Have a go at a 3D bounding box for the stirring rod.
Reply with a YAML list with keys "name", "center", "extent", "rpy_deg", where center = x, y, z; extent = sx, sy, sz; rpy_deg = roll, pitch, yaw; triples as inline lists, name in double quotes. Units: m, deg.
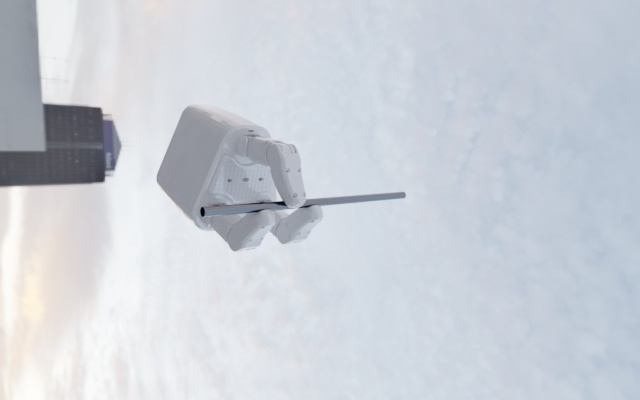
- name: "stirring rod"
  center: [0.000, 0.001, 0.445]
  extent: [0.239, 0.011, 0.011]
  rpy_deg: [-5, 3, -41]
